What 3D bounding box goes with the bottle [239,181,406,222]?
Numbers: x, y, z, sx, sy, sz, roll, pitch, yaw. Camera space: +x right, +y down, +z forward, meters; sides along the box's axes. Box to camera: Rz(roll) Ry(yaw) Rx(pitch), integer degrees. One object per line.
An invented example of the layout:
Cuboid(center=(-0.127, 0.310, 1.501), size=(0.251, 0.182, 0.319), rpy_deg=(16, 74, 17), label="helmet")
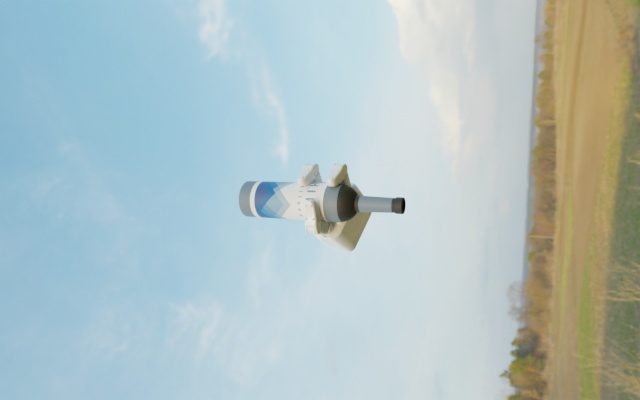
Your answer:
Cuboid(center=(0.000, 0.003, 0.830), size=(0.295, 0.069, 0.069), rpy_deg=(3, 1, 24), label="bottle")
